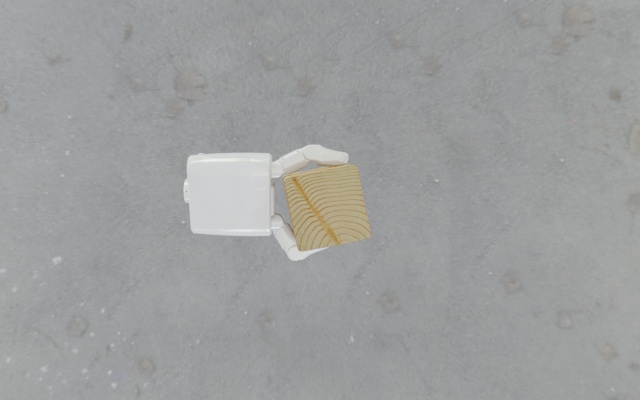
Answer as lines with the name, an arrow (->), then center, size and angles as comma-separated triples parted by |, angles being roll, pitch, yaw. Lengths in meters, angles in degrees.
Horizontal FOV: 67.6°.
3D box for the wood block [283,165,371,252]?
wood block -> 0.000, 0.003, 0.656 | 0.090, 0.091, 0.206 | -11, 5, -4
